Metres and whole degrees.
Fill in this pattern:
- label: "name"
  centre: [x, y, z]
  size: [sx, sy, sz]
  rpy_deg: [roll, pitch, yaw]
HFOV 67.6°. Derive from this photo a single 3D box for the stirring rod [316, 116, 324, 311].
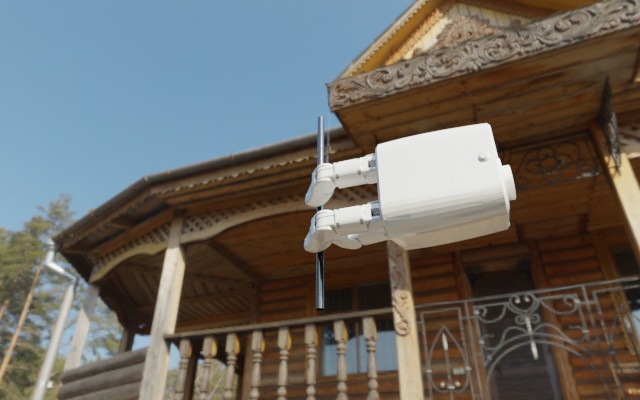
- label: "stirring rod"
  centre: [0.000, 0.002, 0.516]
  size: [0.011, 0.239, 0.011]
  rpy_deg: [0, -32, 0]
